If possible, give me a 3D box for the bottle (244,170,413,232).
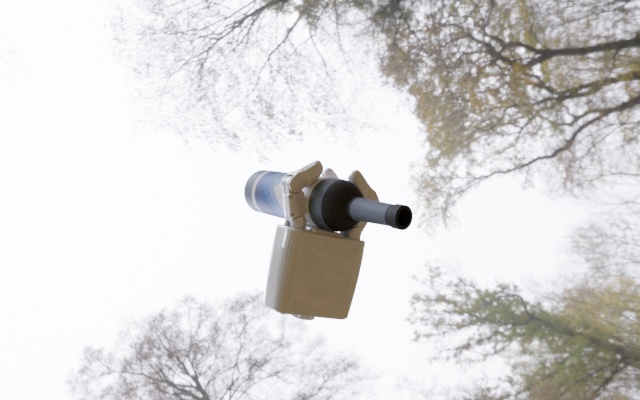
[{"bbox_3d":[0.000,0.002,0.624,0.069,0.069,0.295,0,6,-38],"label":"bottle"}]
